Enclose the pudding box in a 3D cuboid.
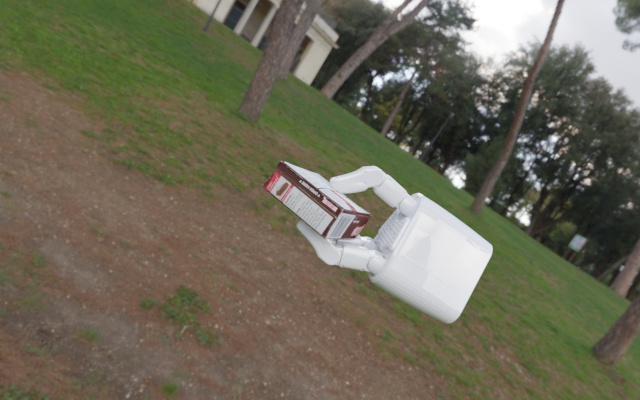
[{"bbox_3d":[0.000,0.002,0.528,0.090,0.039,0.113,38,7,19],"label":"pudding box"}]
